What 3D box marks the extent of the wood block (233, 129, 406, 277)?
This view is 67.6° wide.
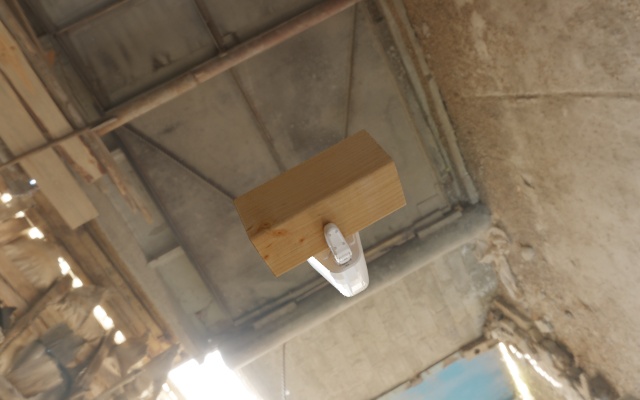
[{"bbox_3d":[0.000,0.003,0.653,0.206,0.090,0.090,-29,44,-4],"label":"wood block"}]
